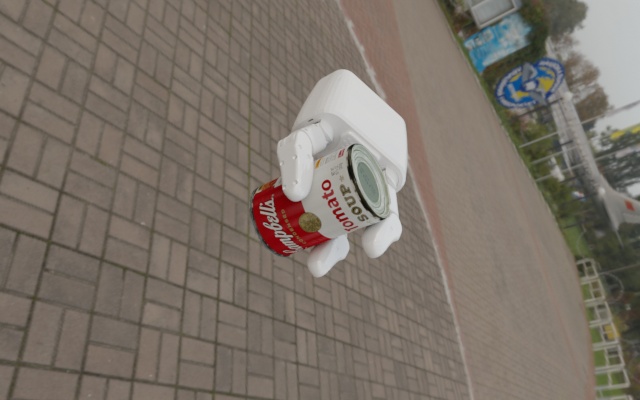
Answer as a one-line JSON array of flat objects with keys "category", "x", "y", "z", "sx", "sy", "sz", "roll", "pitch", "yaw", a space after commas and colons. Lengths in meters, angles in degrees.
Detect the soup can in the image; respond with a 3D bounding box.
[{"category": "soup can", "x": 0.000, "y": 0.001, "z": 0.405, "sx": 0.102, "sy": 0.068, "sz": 0.068, "roll": -22, "pitch": -11, "yaw": 27}]
